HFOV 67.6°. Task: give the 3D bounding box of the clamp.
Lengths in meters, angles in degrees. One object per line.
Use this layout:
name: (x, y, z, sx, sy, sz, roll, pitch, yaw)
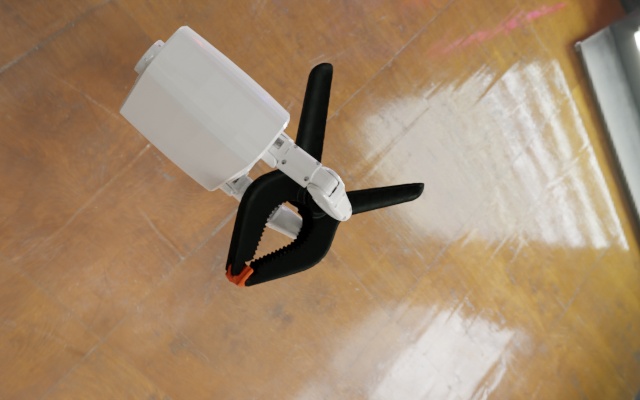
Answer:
clamp: (0.000, 0.002, 0.438, 0.164, 0.210, 0.036, 41, -17, -19)
